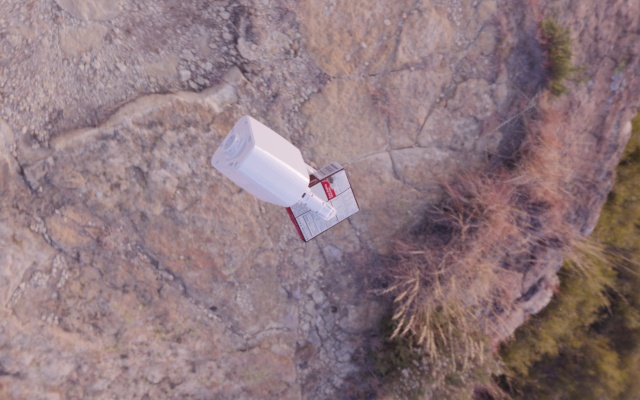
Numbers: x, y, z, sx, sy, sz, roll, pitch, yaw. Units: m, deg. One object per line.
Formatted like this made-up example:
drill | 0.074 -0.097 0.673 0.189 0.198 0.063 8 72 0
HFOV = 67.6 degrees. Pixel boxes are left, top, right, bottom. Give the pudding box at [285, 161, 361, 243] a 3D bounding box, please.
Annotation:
pudding box | 0.000 0.003 0.781 0.113 0.090 0.039 -29 31 -11
